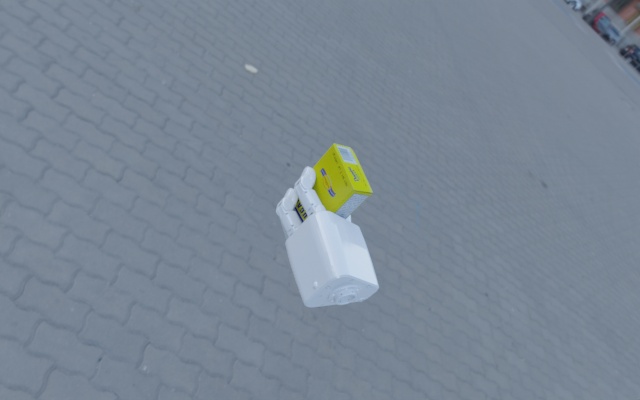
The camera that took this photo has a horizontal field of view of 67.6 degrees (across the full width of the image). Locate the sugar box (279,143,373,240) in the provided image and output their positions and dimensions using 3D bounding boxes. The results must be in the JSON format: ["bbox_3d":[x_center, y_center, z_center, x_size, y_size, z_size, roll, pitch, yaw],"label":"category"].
[{"bbox_3d":[0.000,0.002,0.756,0.048,0.093,0.176,9,-43,-40],"label":"sugar box"}]
